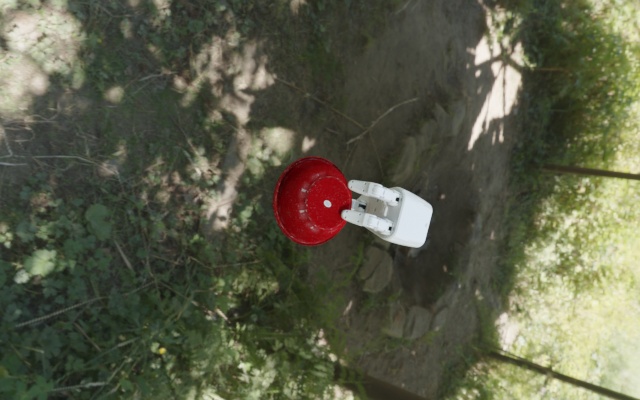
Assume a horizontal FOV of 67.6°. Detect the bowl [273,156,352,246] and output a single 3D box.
[{"bbox_3d":[-0.001,0.003,0.836,0.162,0.162,0.055,0,3,-31],"label":"bowl"}]
